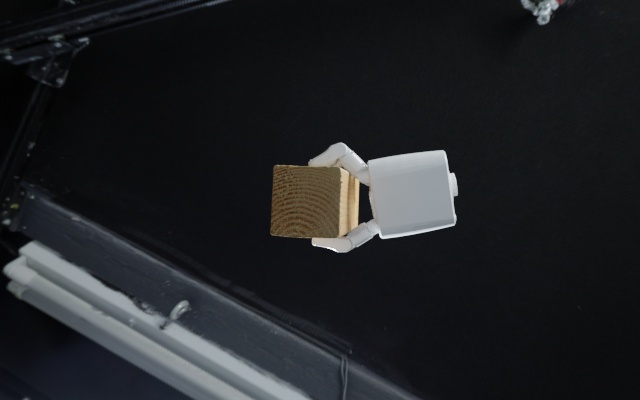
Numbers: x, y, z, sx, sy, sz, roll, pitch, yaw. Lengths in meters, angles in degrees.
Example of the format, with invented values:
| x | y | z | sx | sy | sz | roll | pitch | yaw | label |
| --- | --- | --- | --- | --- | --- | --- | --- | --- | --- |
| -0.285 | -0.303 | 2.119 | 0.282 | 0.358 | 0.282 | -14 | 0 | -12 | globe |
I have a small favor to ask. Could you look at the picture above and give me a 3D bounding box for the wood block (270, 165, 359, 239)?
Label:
| x | y | z | sx | sy | sz | roll | pitch | yaw | label |
| --- | --- | --- | --- | --- | --- | --- | --- | --- | --- |
| 0.001 | 0.003 | 0.693 | 0.090 | 0.091 | 0.206 | 2 | 0 | 11 | wood block |
